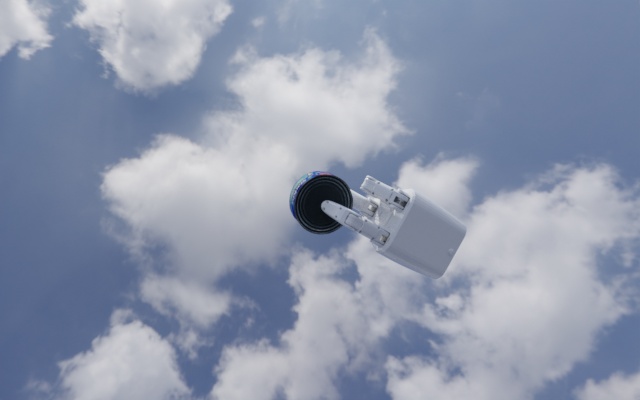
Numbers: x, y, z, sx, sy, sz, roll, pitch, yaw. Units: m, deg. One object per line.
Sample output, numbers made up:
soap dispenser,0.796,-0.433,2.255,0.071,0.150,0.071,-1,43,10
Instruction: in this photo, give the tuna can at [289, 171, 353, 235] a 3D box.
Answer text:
tuna can,0.000,0.002,0.671,0.086,0.086,0.033,0,14,-19
